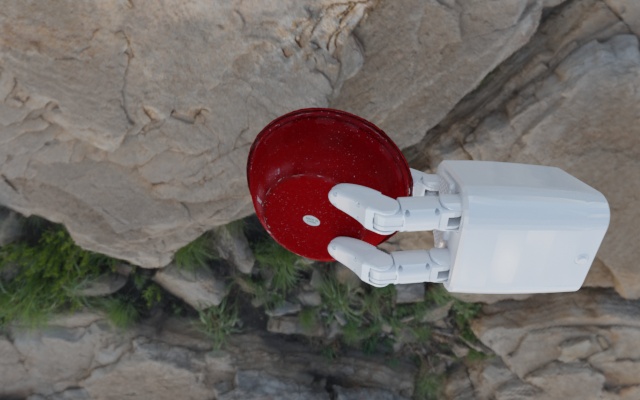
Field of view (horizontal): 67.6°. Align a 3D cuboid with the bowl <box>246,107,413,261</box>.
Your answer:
[{"bbox_3d":[-0.001,0.002,0.431,0.162,0.162,0.055,0,34,17],"label":"bowl"}]
